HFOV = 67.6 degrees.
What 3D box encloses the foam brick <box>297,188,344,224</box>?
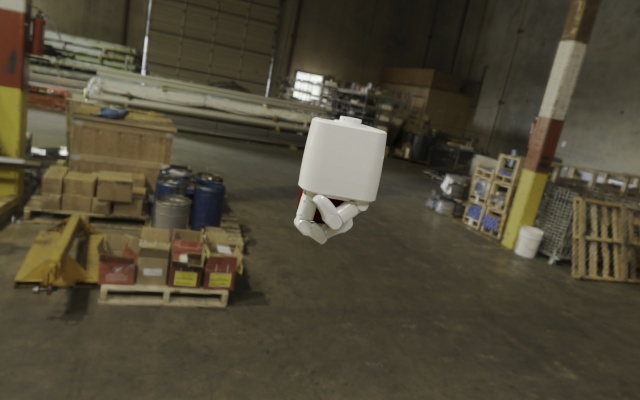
[{"bbox_3d":[0.000,0.003,0.779,0.053,0.051,0.078,5,14,-21],"label":"foam brick"}]
